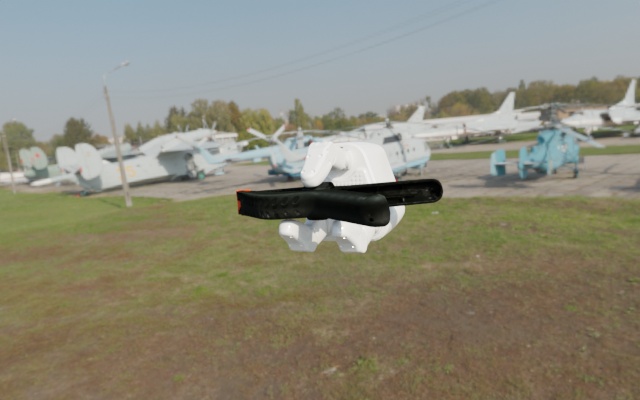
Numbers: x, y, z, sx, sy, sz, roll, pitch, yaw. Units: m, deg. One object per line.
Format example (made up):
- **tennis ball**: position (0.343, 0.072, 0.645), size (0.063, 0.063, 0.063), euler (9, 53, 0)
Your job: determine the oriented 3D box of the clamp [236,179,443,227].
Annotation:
- **clamp**: position (0.000, 0.001, 0.458), size (0.210, 0.036, 0.164), euler (-2, 5, 22)
